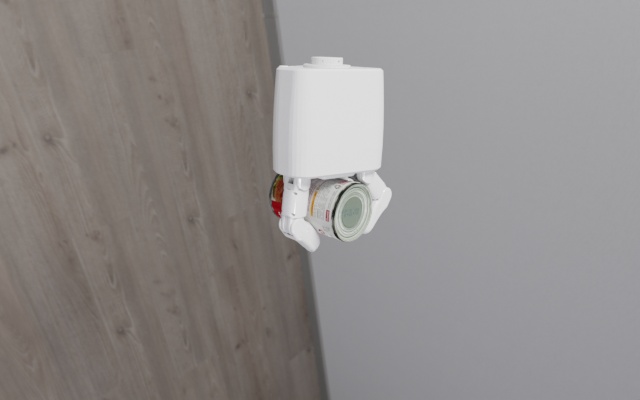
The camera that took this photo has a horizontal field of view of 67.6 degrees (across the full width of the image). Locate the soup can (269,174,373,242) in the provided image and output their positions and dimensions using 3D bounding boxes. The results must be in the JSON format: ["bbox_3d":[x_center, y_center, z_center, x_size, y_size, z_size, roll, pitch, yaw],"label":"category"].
[{"bbox_3d":[0.000,0.002,0.543,0.102,0.068,0.068,17,11,41],"label":"soup can"}]
